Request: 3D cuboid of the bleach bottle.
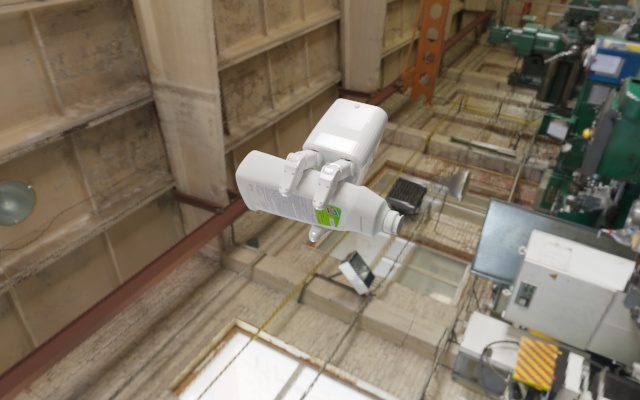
[{"bbox_3d":[0.000,0.002,0.702,0.251,0.068,0.103,18,-31,23],"label":"bleach bottle"}]
